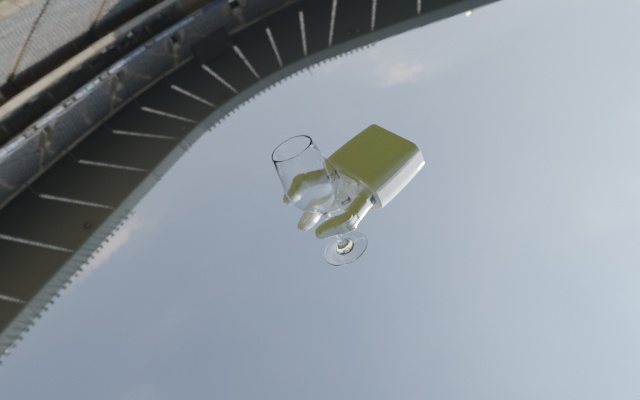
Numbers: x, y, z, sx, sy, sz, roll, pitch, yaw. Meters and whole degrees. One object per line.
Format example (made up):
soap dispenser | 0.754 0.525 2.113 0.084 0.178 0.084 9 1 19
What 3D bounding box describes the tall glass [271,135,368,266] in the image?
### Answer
tall glass | 0.000 0.003 0.707 0.079 0.201 0.079 -20 33 14
